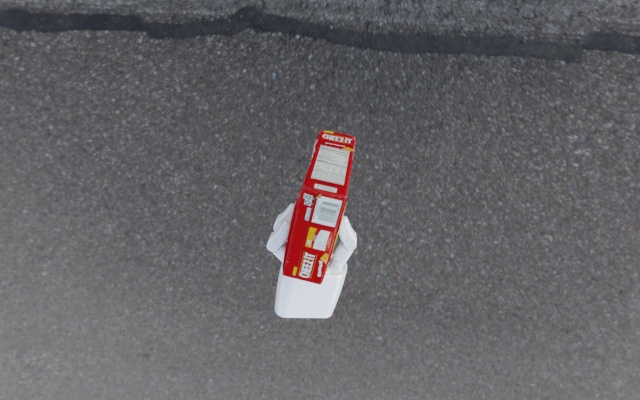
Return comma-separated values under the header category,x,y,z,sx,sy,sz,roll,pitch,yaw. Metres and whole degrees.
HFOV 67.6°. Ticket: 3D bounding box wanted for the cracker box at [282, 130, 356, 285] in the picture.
category,x,y,z,sx,sy,sz,roll,pitch,yaw
cracker box,0.000,0.003,0.775,0.072,0.164,0.213,14,31,0
